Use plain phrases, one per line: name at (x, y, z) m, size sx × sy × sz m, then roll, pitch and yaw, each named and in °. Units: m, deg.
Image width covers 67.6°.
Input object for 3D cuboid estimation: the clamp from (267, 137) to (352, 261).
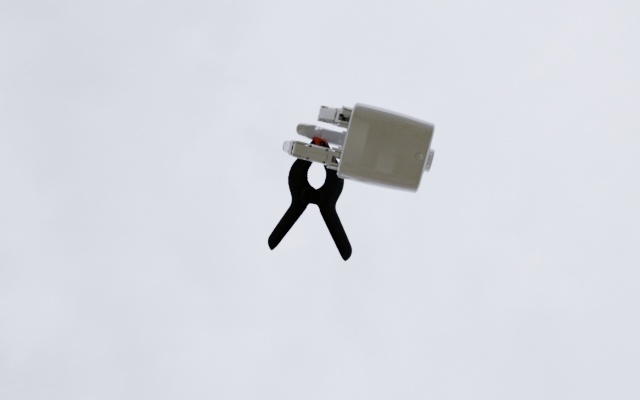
clamp at (0.000, 0.002, 0.661) m, size 0.120 × 0.171 × 0.039 m, roll 15°, pitch 9°, yaw 5°
